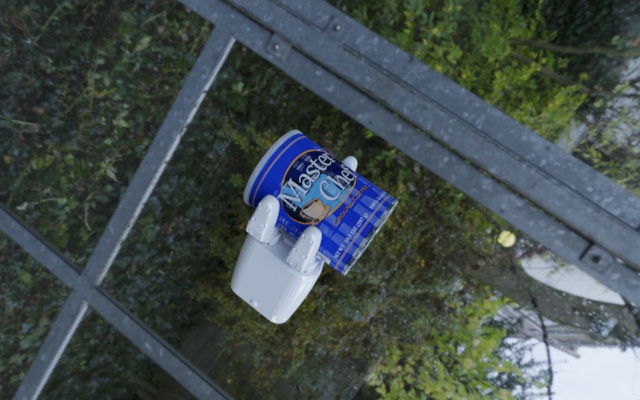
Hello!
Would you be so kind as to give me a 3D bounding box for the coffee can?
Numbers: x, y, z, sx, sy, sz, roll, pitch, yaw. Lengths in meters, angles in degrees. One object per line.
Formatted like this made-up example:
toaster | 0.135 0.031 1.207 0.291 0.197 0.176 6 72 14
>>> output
coffee can | 0.000 0.002 0.536 0.140 0.103 0.103 36 7 10
